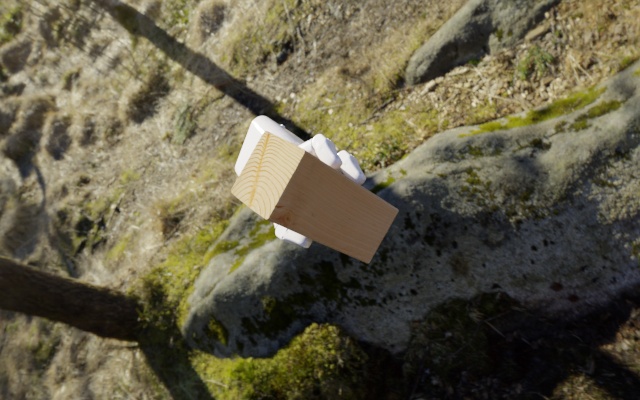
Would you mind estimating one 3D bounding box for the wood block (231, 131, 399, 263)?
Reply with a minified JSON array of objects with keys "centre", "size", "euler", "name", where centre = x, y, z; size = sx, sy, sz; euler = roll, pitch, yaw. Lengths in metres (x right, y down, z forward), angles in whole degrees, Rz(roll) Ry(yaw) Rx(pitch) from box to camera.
[{"centre":[0.000,0.002,0.629],"size":[0.206,0.091,0.090],"euler":[28,3,-45],"name":"wood block"}]
